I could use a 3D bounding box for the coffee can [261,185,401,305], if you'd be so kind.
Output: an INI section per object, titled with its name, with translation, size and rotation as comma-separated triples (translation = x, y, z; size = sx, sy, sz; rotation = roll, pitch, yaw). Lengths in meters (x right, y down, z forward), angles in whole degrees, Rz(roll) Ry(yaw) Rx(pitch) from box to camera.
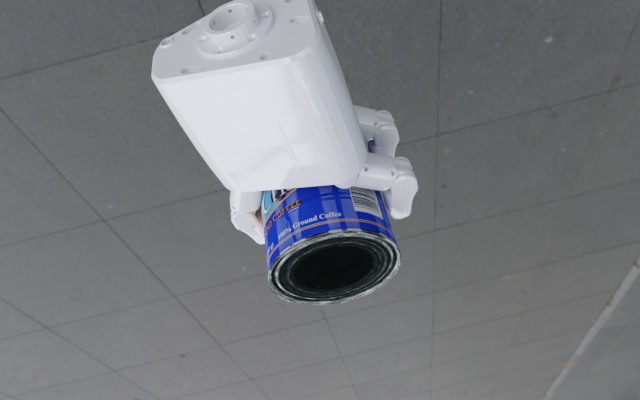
[coffee can]
translation = 0.000, 0.001, 0.403
size = 0.103, 0.140, 0.103
rotation = -7, -39, -6
